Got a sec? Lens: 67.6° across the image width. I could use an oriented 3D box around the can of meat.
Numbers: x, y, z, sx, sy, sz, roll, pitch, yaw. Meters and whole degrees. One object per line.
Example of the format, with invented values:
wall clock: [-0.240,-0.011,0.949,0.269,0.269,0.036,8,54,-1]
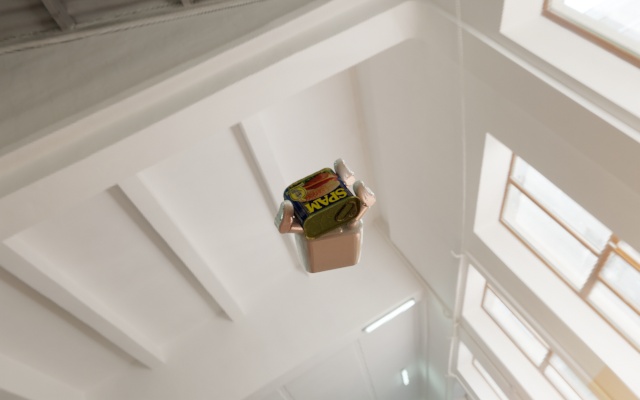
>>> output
can of meat: [0.000,0.002,0.773,0.102,0.057,0.084,-25,51,-15]
